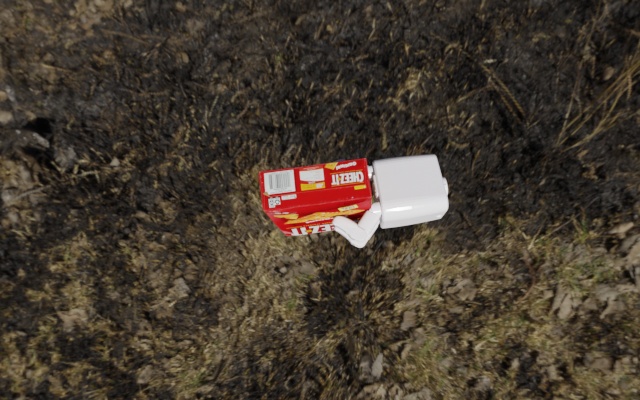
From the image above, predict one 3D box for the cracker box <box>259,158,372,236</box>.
[{"bbox_3d":[0.000,0.002,0.799,0.164,0.072,0.214,-7,-15,3],"label":"cracker box"}]
